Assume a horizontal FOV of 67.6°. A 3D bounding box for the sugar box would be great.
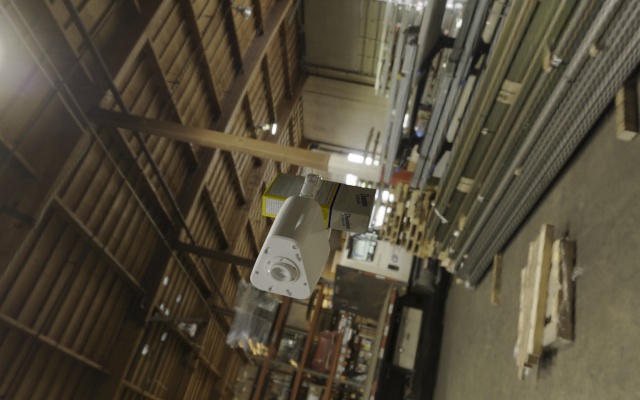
[{"bbox_3d":[0.000,0.003,0.798,0.176,0.048,0.093,13,32,8],"label":"sugar box"}]
